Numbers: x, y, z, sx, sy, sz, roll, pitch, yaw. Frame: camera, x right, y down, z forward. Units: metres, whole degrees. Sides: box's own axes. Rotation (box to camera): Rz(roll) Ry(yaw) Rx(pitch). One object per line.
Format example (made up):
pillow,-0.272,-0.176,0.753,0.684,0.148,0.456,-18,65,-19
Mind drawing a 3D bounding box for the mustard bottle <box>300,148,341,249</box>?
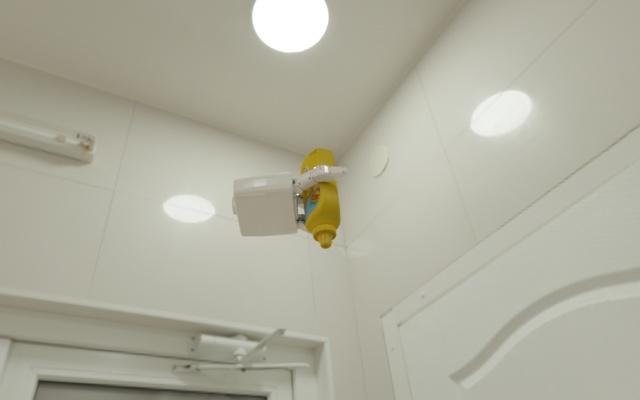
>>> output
mustard bottle,0.000,0.003,0.863,0.058,0.191,0.096,11,-42,-20
